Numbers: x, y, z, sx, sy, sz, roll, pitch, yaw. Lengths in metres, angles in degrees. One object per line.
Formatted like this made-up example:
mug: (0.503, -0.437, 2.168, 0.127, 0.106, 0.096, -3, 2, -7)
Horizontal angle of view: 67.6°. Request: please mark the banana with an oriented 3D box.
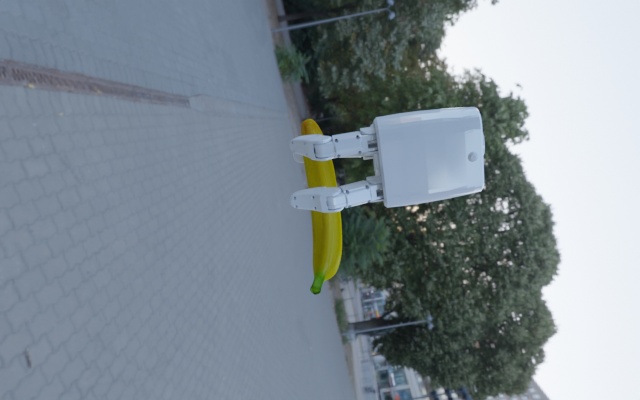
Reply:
banana: (0.003, 0.006, 0.563, 0.037, 0.198, 0.069, -5, -3, 8)
